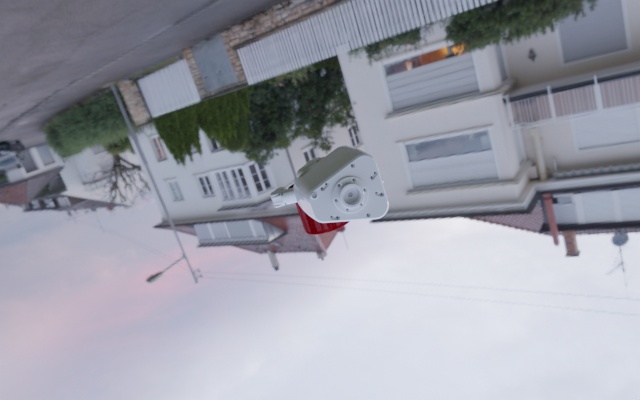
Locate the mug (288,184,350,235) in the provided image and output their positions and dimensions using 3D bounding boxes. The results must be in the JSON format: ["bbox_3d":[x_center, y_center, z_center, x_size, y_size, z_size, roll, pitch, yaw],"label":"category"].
[{"bbox_3d":[0.000,0.003,0.796,0.093,0.081,0.117,-20,13,-6],"label":"mug"}]
